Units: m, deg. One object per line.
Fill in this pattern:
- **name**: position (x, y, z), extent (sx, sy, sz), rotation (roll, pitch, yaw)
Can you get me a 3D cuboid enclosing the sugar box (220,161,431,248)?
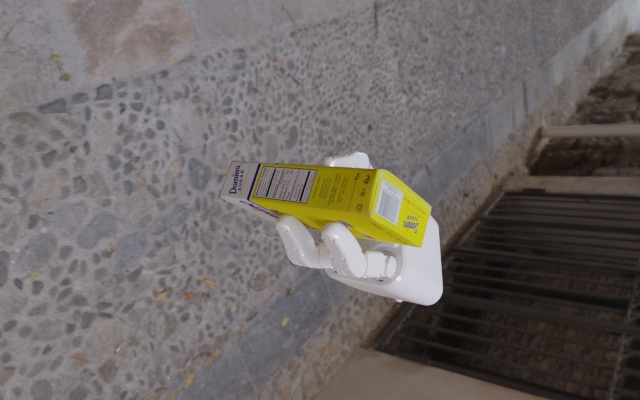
- **sugar box**: position (0.000, 0.002, 0.440), extent (0.176, 0.048, 0.093), rotation (3, -18, 39)
